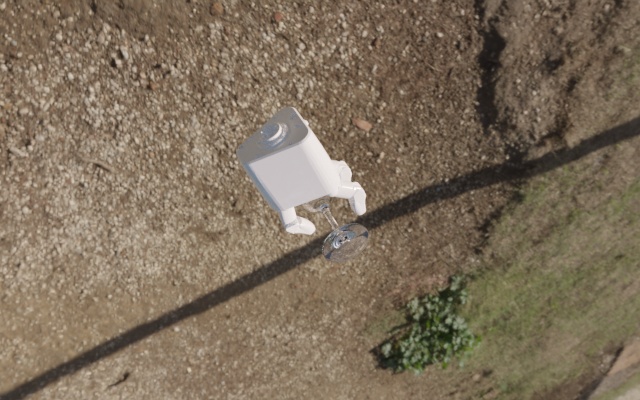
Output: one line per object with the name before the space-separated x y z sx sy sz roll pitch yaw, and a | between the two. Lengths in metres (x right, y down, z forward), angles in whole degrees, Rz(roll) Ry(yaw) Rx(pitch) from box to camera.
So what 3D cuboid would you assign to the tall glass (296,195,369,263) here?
tall glass | 0.000 0.003 0.758 0.079 0.079 0.201 0 37 -28
